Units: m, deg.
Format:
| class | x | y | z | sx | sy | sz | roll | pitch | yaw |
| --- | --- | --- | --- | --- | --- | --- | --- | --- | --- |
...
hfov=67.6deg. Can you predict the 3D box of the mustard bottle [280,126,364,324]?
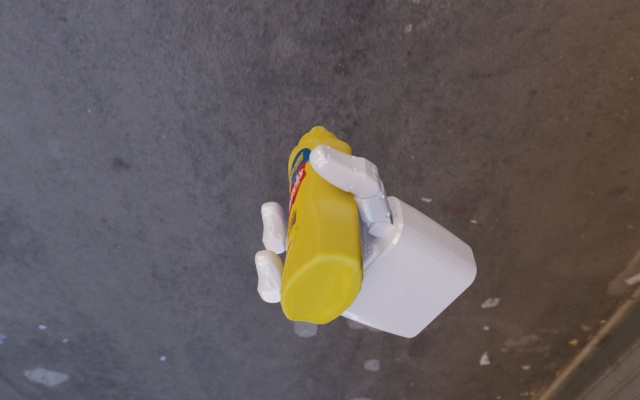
| class | x | y | z | sx | sy | sz | roll | pitch | yaw |
| --- | --- | --- | --- | --- | --- | --- | --- | --- | --- |
| mustard bottle | 0.000 | 0.001 | 0.417 | 0.058 | 0.191 | 0.096 | 10 | -44 | -10 |
